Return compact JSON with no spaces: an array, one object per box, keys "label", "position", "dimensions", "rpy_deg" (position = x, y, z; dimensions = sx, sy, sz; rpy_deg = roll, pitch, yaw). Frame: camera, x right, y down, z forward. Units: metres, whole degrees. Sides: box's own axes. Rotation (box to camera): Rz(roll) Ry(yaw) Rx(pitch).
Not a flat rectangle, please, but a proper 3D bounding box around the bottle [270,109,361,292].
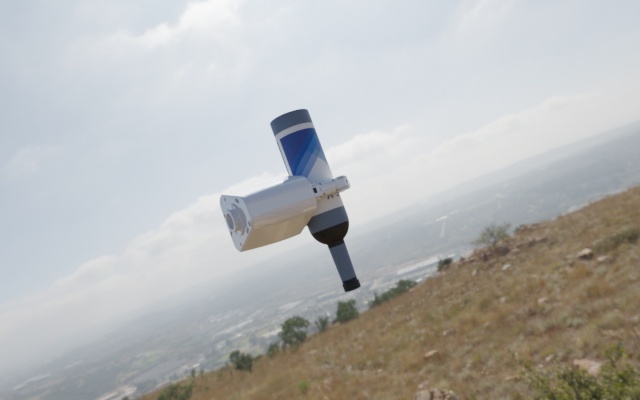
[{"label":"bottle","position":[0.000,0.002,0.764],"dimensions":[0.069,0.295,0.069],"rpy_deg":[-20,-4,-2]}]
